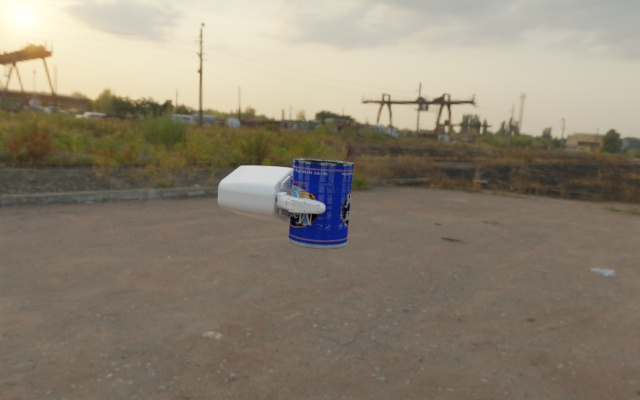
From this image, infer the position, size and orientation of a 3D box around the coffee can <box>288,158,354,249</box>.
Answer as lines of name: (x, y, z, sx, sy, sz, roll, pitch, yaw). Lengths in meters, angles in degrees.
coffee can: (0.000, 0.003, 0.811, 0.103, 0.140, 0.103, 4, 8, -1)
